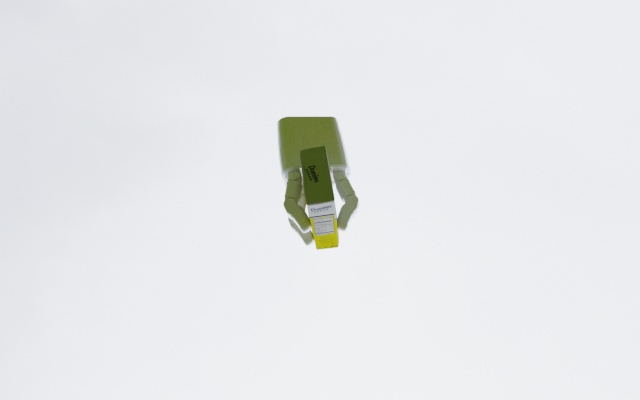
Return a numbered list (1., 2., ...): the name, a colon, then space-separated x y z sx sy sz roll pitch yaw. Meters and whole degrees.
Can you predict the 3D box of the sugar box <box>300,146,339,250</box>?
1. sugar box: 0.000 0.002 0.741 0.048 0.093 0.176 -10 -27 2
